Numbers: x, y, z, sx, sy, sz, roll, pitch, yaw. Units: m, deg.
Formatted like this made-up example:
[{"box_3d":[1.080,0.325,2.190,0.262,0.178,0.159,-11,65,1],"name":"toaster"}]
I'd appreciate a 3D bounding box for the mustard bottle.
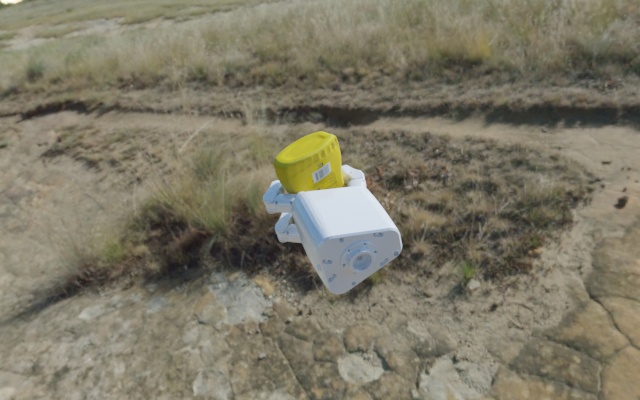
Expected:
[{"box_3d":[0.000,0.002,0.703,0.096,0.192,0.058,-36,38,-27],"name":"mustard bottle"}]
